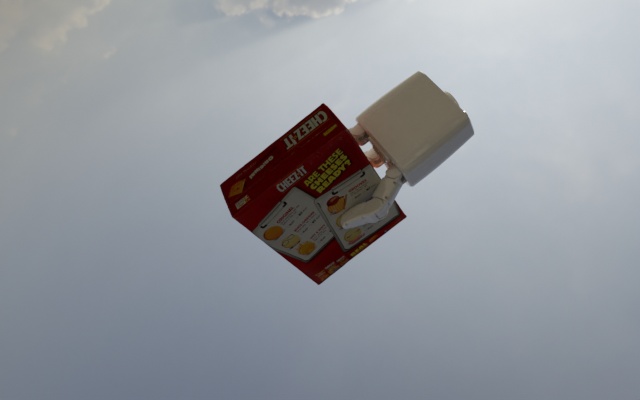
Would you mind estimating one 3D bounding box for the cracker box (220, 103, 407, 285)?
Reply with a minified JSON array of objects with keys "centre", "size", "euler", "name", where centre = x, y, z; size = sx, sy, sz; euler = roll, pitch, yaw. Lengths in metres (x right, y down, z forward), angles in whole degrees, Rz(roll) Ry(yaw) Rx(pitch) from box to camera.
[{"centre":[0.000,0.002,0.624],"size":[0.164,0.072,0.214],"euler":[-38,-42,4],"name":"cracker box"}]
